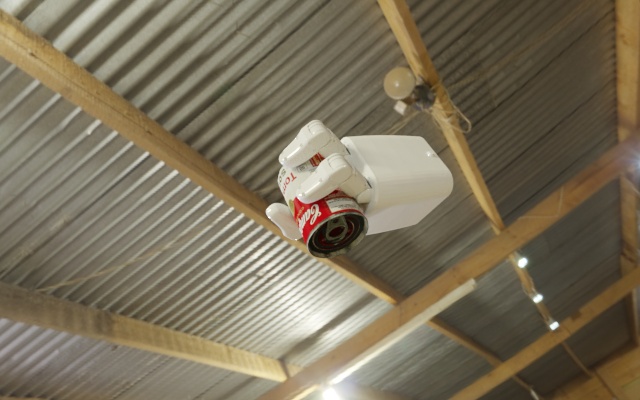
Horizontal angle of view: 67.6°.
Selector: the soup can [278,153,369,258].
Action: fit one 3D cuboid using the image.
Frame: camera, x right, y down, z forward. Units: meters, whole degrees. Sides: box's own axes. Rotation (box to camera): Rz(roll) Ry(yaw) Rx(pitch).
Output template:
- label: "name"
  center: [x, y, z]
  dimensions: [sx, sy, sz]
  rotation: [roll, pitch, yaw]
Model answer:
- label: "soup can"
  center: [-0.001, 0.002, 0.516]
  dimensions: [0.068, 0.068, 0.102]
  rotation: [0, 44, -31]
